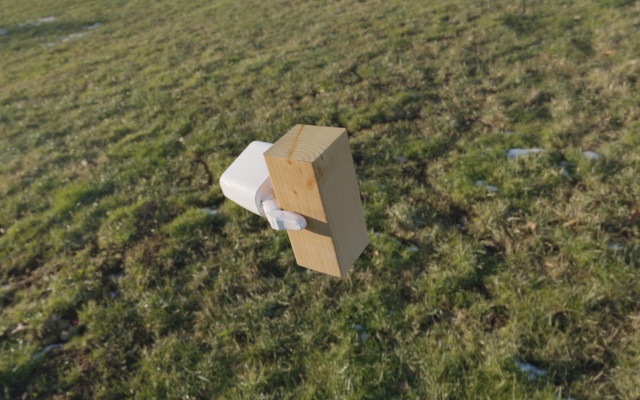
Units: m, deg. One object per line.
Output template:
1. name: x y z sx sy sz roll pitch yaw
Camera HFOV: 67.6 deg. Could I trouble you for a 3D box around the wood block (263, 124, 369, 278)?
1. wood block: 0.000 0.002 0.710 0.090 0.206 0.090 11 42 34
